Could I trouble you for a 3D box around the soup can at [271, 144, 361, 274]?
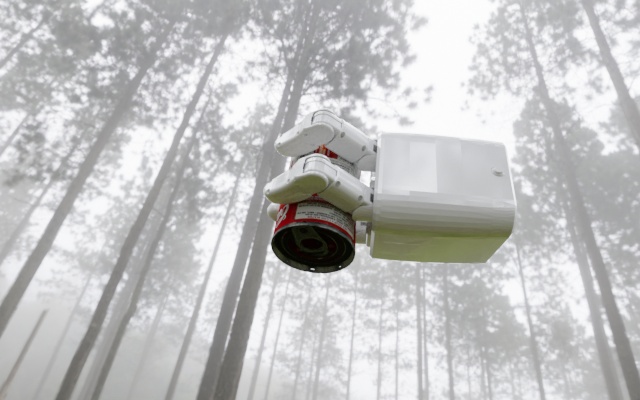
[{"bbox_3d":[0.000,0.001,0.411,0.068,0.102,0.069,5,-39,4],"label":"soup can"}]
